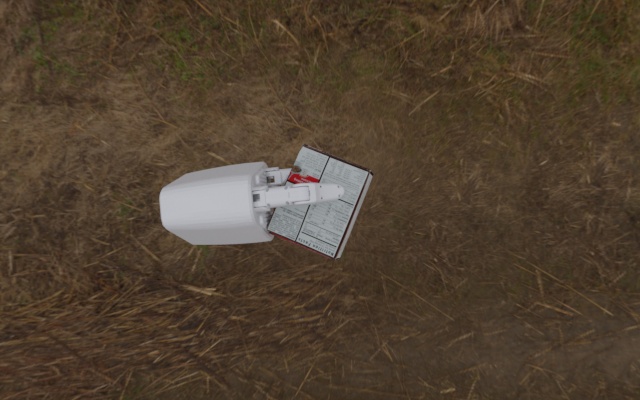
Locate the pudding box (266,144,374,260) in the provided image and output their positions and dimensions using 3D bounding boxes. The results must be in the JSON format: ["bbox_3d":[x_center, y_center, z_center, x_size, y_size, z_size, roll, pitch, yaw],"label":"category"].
[{"bbox_3d":[0.000,0.002,0.557,0.090,0.113,0.039,23,2,10],"label":"pudding box"}]
